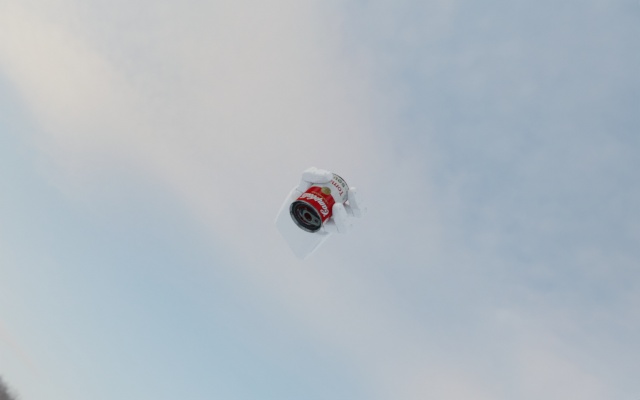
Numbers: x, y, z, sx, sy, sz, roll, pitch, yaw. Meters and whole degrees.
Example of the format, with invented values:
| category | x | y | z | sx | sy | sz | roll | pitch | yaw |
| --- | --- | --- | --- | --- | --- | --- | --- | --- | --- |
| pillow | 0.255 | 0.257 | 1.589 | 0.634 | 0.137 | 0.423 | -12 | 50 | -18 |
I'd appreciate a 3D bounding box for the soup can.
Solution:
| category | x | y | z | sx | sy | sz | roll | pitch | yaw |
| --- | --- | --- | --- | --- | --- | --- | --- | --- | --- |
| soup can | 0.000 | 0.002 | 0.867 | 0.068 | 0.068 | 0.102 | 0 | 31 | 39 |
